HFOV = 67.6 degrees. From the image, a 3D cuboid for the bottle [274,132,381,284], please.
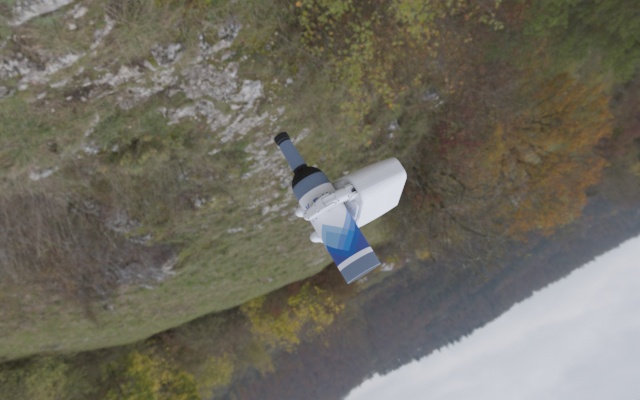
[{"bbox_3d":[0.000,0.003,0.847,0.069,0.295,0.069,-29,-14,-8],"label":"bottle"}]
